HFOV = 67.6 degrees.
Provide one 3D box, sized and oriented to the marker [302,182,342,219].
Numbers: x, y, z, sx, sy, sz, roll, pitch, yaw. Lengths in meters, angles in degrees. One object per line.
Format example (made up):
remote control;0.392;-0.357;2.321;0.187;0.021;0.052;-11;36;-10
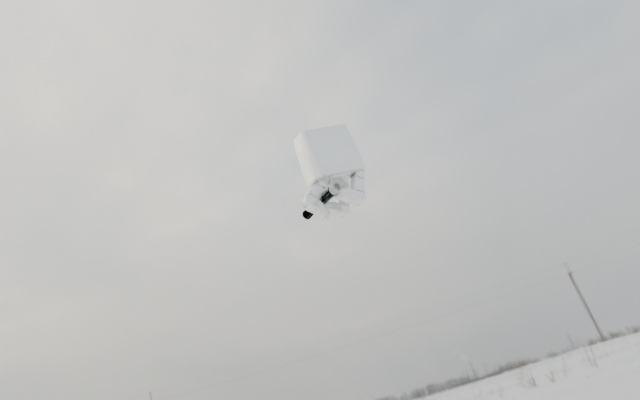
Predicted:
marker;0.000;0.003;0.884;0.020;0.020;0.121;0;-28;-34
